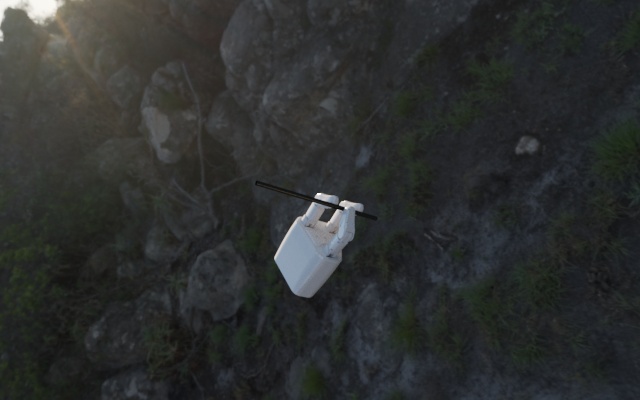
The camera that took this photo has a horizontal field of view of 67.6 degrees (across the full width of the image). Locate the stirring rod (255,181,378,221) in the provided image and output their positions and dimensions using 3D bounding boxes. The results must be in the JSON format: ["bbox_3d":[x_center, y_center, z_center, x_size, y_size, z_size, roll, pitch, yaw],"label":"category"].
[{"bbox_3d":[0.000,0.003,0.809,0.239,0.011,0.011,17,-8,-29],"label":"stirring rod"}]
